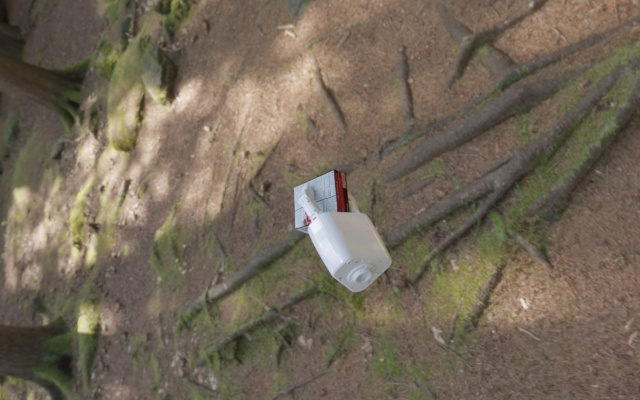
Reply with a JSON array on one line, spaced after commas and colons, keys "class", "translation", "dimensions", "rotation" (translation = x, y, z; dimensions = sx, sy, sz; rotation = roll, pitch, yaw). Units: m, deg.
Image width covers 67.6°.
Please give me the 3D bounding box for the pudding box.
[{"class": "pudding box", "translation": [0.000, 0.003, 0.888], "dimensions": [0.113, 0.090, 0.039], "rotation": [-21, -28, 37]}]
